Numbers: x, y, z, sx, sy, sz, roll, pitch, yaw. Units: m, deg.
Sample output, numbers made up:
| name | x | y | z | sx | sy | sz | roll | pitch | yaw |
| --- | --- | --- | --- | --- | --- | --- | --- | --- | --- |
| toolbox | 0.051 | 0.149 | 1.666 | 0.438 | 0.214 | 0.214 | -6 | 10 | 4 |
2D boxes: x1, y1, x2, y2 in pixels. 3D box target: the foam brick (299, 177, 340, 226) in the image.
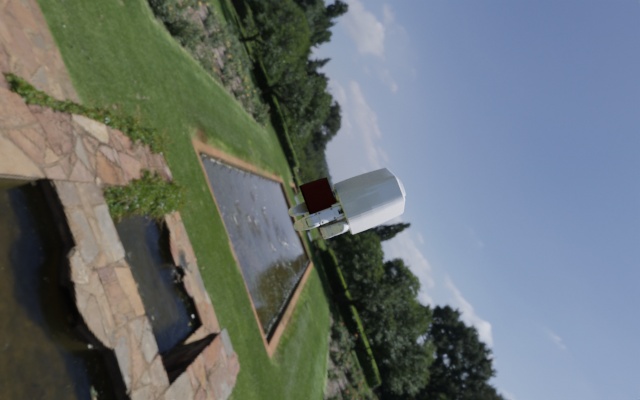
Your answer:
| name | x | y | z | sx | sy | sz | roll | pitch | yaw |
| --- | --- | --- | --- | --- | --- | --- | --- | --- | --- |
| foam brick | 0.000 | 0.003 | 0.849 | 0.051 | 0.078 | 0.053 | -20 | -1 | 1 |
